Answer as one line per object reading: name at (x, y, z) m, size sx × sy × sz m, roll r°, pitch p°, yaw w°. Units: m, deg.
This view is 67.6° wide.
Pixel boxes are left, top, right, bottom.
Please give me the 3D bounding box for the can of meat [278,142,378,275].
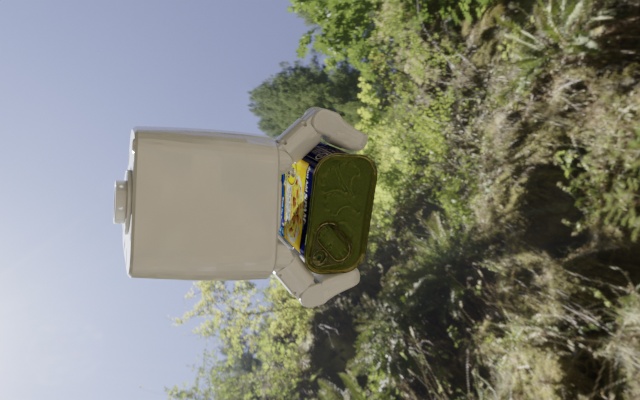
can of meat at (0.000, 0.001, 0.421) m, size 0.057 × 0.102 × 0.084 m, roll 0°, pitch 16°, yaw -25°
